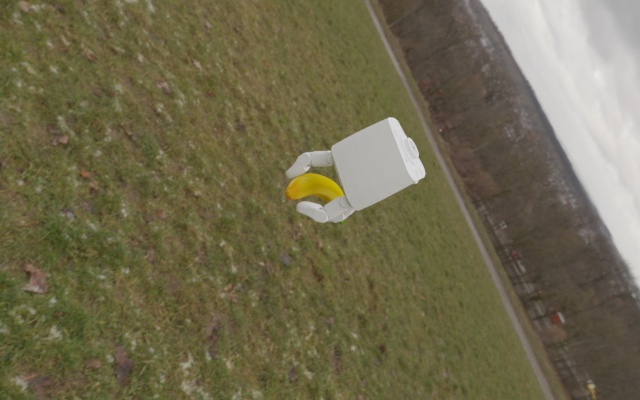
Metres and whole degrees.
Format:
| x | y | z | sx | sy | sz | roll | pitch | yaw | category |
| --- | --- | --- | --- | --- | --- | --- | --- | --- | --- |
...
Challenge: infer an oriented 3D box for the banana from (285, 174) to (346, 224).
| x | y | z | sx | sy | sz | roll | pitch | yaw | category |
| --- | --- | --- | --- | --- | --- | --- | --- | --- | --- |
| -0.002 | -0.013 | 0.839 | 0.037 | 0.069 | 0.198 | -23 | -26 | 25 | banana |
